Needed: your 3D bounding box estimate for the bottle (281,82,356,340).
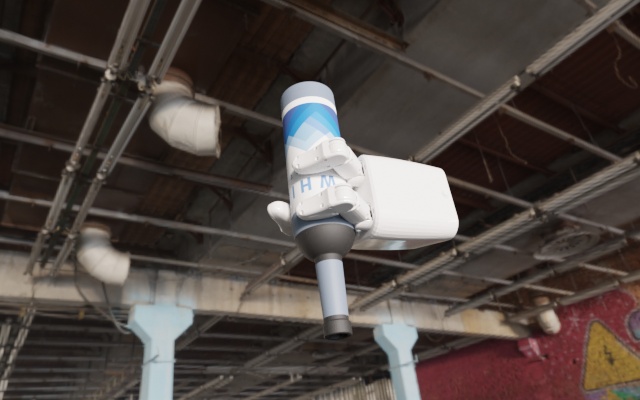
[{"bbox_3d":[0.000,0.001,0.523,0.069,0.295,0.069,-6,-30,-3],"label":"bottle"}]
